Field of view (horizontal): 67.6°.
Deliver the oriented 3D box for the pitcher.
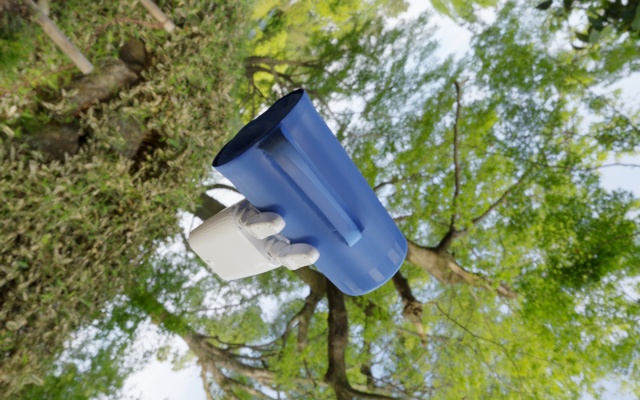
[{"bbox_3d":[0.000,0.002,0.564,0.145,0.243,0.149,-23,27,38],"label":"pitcher"}]
